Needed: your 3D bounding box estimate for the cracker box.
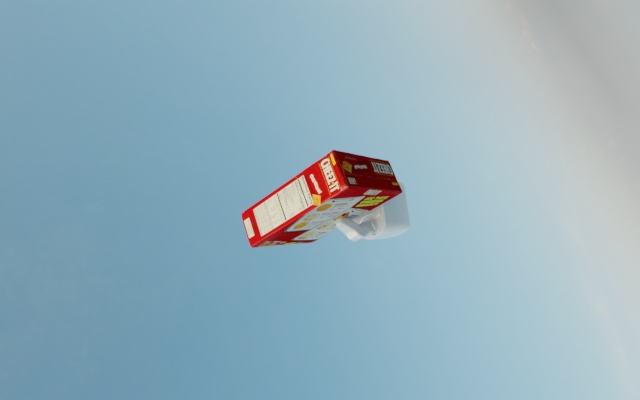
[{"bbox_3d":[0.000,0.003,0.787,0.214,0.072,0.164,-32,-20,32],"label":"cracker box"}]
